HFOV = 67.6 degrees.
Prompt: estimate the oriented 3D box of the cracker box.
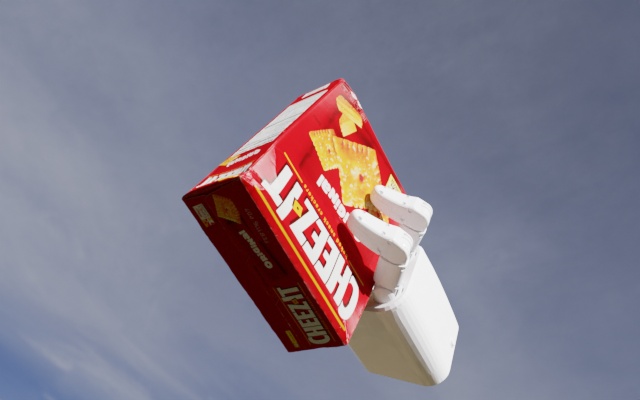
[{"bbox_3d":[0.000,0.001,0.443,0.072,0.164,0.213,-18,22,34],"label":"cracker box"}]
